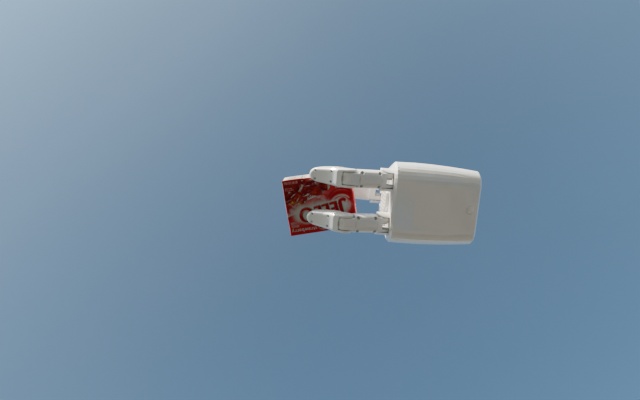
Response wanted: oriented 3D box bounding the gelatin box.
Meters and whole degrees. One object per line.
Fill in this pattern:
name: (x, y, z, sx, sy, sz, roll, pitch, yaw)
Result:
gelatin box: (0.000, 0.002, 0.613, 0.089, 0.073, 0.030, -8, 10, 5)
